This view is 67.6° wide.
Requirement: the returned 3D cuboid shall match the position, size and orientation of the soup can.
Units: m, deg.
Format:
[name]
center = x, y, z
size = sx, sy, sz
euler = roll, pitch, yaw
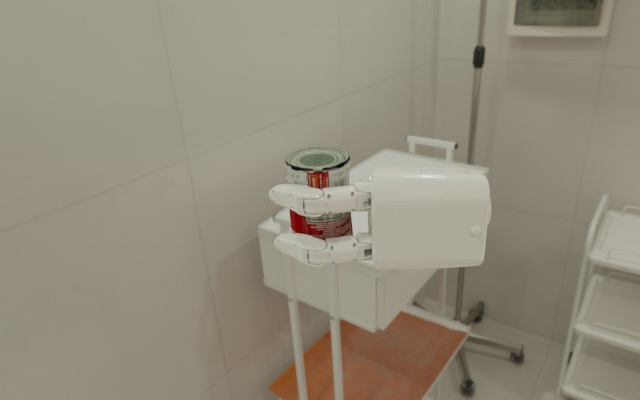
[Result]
[soup can]
center = 0.000, 0.001, 0.503
size = 0.068, 0.102, 0.068
euler = -3, 25, 1
